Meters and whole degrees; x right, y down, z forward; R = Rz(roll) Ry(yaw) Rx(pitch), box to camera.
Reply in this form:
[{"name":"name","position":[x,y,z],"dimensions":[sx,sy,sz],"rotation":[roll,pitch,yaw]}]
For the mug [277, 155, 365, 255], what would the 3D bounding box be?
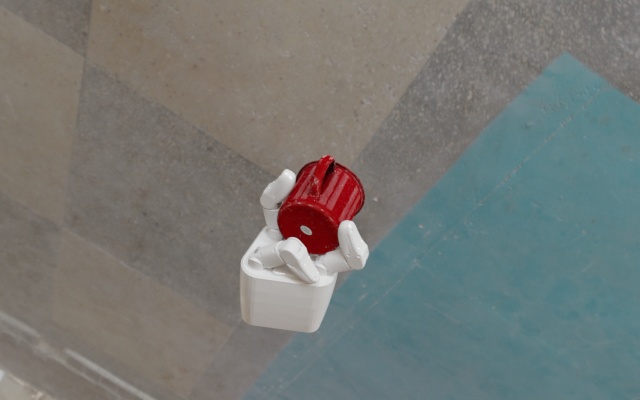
[{"name":"mug","position":[0.000,0.001,0.568],"dimensions":[0.093,0.117,0.081],"rotation":[18,41,10]}]
